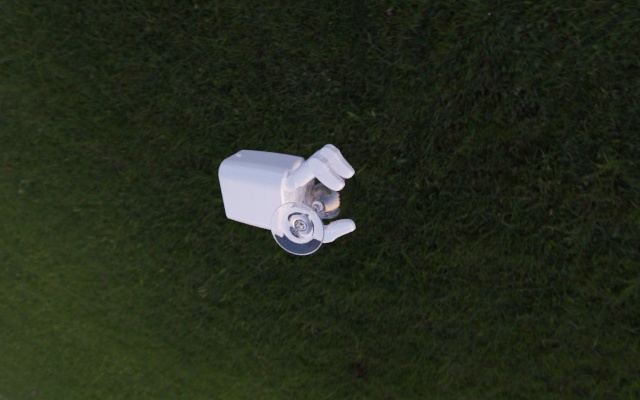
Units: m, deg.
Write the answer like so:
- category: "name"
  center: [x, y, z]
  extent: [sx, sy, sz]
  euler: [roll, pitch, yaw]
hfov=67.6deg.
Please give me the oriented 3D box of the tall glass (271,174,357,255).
- category: "tall glass"
  center: [0.000, 0.003, 0.702]
  extent: [0.079, 0.079, 0.201]
  euler: [0, 20, 20]
